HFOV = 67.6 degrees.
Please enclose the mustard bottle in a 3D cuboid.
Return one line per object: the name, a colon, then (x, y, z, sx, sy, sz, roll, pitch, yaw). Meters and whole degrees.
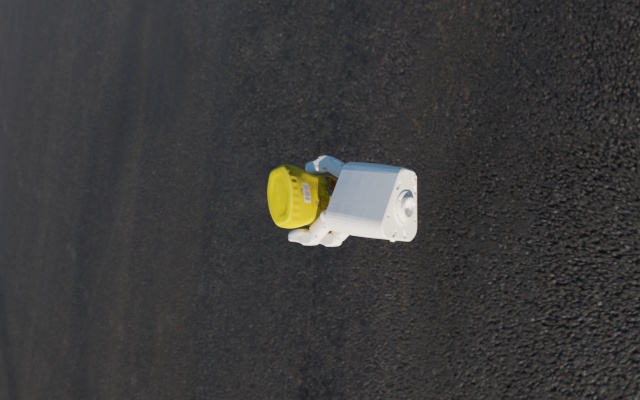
mustard bottle: (0.000, 0.003, 0.797, 0.058, 0.096, 0.191, -23, -22, 38)
